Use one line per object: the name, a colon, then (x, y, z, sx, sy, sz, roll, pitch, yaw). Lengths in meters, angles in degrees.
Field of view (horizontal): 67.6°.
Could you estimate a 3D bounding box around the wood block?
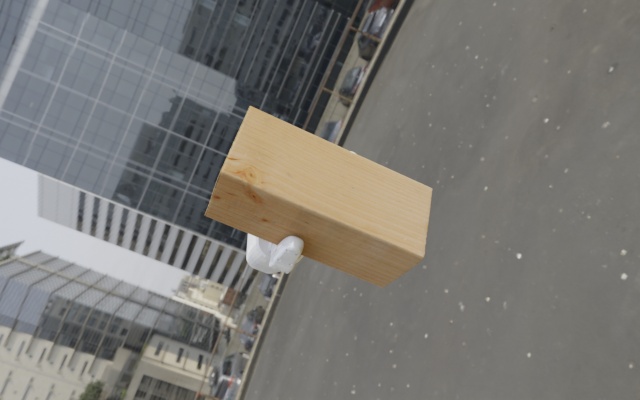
wood block: (0.000, 0.002, 0.492, 0.206, 0.090, 0.090, 23, -35, -10)
